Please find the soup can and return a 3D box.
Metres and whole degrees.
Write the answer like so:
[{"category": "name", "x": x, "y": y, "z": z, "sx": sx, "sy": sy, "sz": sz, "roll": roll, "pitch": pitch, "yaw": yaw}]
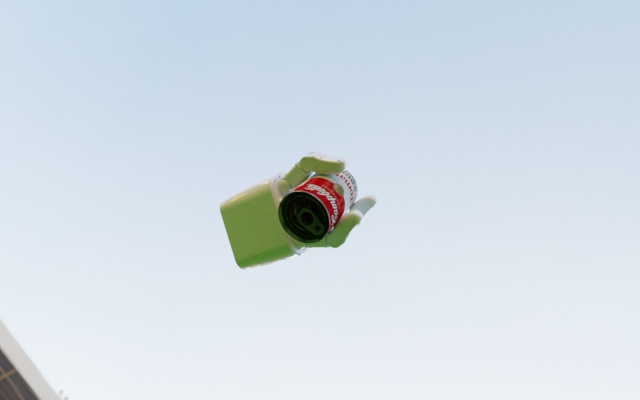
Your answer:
[{"category": "soup can", "x": 0.001, "y": 0.002, "z": 0.606, "sx": 0.068, "sy": 0.068, "sz": 0.102, "roll": 0, "pitch": 22, "yaw": 26}]
